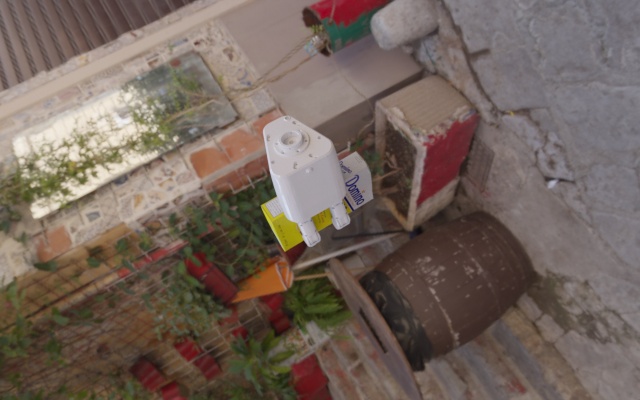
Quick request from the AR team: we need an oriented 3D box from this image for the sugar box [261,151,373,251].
[{"bbox_3d":[0.000,0.003,0.766,0.176,0.048,0.093,-29,-35,-9],"label":"sugar box"}]
